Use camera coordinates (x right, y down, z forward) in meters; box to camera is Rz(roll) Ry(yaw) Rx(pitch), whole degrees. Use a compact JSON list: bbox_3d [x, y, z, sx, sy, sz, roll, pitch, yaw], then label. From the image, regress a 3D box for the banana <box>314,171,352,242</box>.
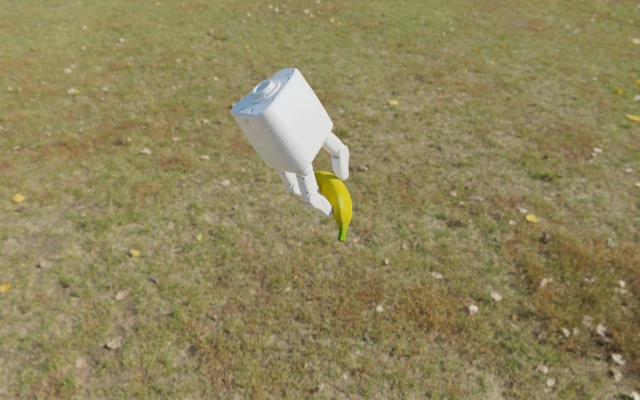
[{"bbox_3d":[0.011,-0.011,0.796,0.037,0.070,0.197,23,18,-28],"label":"banana"}]
